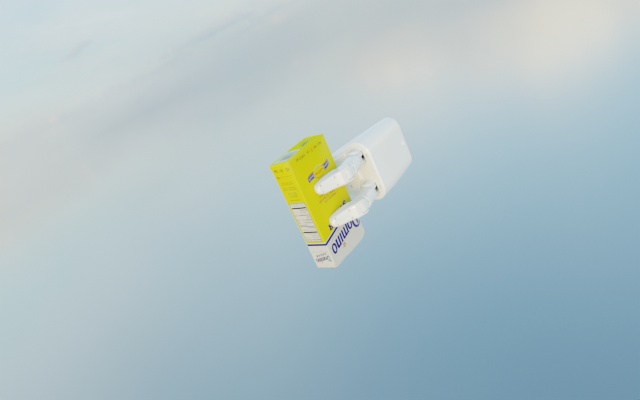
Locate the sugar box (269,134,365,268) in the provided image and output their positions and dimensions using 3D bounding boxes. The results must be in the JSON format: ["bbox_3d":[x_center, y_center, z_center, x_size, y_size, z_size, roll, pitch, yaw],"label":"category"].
[{"bbox_3d":[0.001,0.002,0.701,0.048,0.176,0.093,-9,26,43],"label":"sugar box"}]
